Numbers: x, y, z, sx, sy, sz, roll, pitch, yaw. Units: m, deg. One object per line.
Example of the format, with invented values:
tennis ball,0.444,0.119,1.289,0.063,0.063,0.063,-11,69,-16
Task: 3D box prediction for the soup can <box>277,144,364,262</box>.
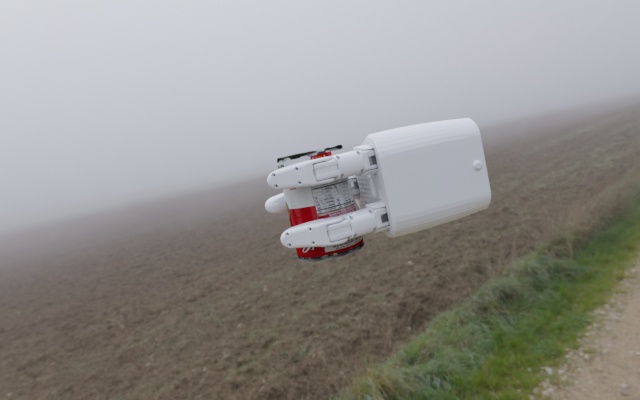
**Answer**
soup can,0.000,0.001,0.469,0.068,0.102,0.068,-12,6,1
